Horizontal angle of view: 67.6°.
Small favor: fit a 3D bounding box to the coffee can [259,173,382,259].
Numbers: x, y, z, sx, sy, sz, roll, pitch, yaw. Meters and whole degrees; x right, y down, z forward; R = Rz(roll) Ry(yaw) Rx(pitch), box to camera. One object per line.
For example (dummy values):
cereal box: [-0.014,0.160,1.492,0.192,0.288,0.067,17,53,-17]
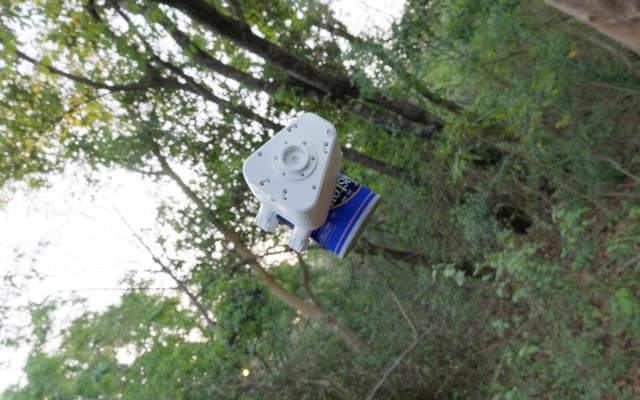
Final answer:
coffee can: [0.000,0.002,0.674,0.140,0.103,0.103,32,6,10]
